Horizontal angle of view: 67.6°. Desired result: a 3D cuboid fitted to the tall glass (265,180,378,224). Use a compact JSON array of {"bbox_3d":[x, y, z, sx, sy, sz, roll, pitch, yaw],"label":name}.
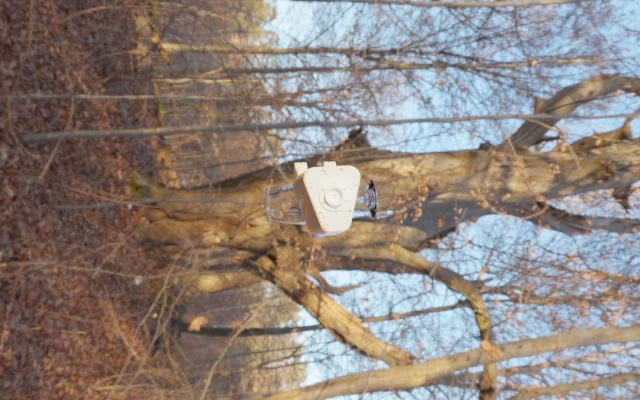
[{"bbox_3d":[0.001,0.003,0.891,0.201,0.079,0.079,-3,1,-11],"label":"tall glass"}]
